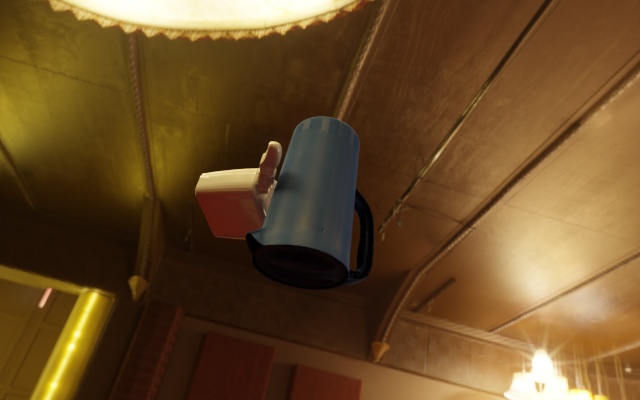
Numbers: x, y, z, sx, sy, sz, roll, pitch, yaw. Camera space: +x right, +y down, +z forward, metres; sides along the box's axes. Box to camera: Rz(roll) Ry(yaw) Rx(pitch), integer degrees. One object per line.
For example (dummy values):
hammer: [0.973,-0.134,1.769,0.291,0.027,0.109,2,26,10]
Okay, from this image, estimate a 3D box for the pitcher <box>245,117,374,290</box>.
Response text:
pitcher: [0.000,0.002,0.703,0.145,0.242,0.149,-2,-35,20]
